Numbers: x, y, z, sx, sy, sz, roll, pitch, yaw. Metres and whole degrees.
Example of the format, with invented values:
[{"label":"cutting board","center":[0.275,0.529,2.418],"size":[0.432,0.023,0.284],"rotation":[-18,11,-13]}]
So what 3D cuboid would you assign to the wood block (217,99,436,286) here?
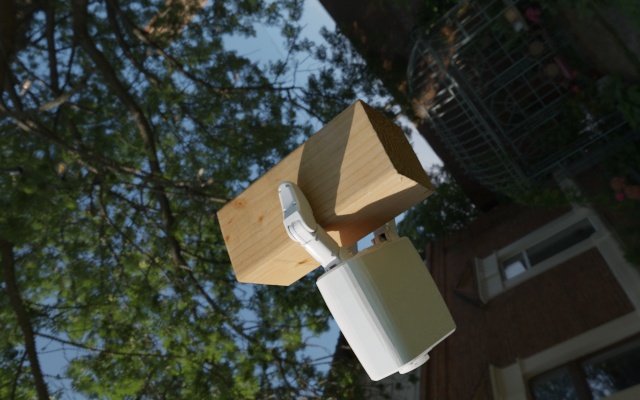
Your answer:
[{"label":"wood block","center":[0.000,0.002,0.503],"size":[0.206,0.090,0.091],"rotation":[-35,-29,24]}]
